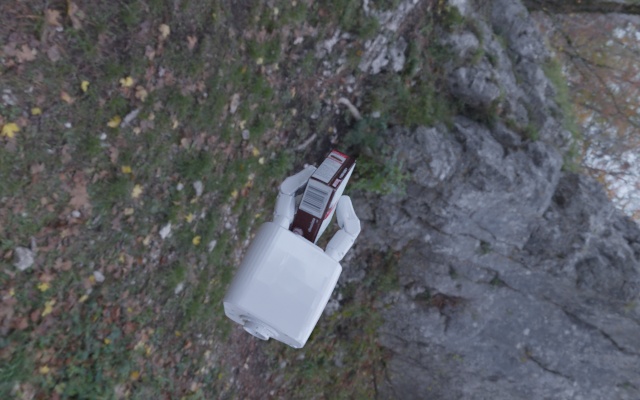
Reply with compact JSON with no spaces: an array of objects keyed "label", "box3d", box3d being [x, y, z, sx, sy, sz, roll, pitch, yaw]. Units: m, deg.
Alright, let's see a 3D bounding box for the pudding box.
[{"label":"pudding box","box3d":[0.000,0.002,0.615,0.039,0.114,0.090,27,35,5]}]
